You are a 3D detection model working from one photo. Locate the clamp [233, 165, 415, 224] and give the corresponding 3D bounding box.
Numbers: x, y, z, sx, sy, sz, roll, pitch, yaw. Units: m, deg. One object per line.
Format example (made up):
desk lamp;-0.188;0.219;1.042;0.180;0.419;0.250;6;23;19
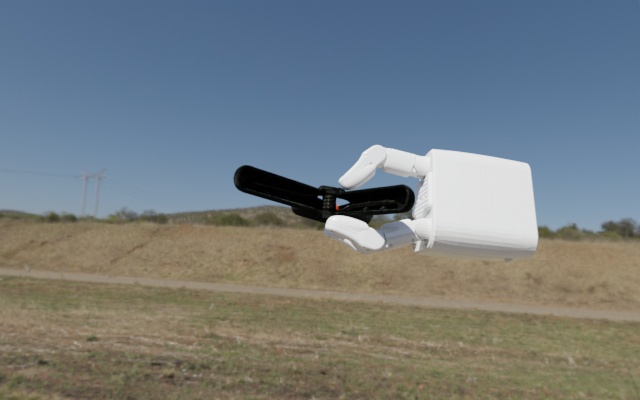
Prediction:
clamp;0.000;0.001;0.514;0.164;0.036;0.210;10;-9;0
